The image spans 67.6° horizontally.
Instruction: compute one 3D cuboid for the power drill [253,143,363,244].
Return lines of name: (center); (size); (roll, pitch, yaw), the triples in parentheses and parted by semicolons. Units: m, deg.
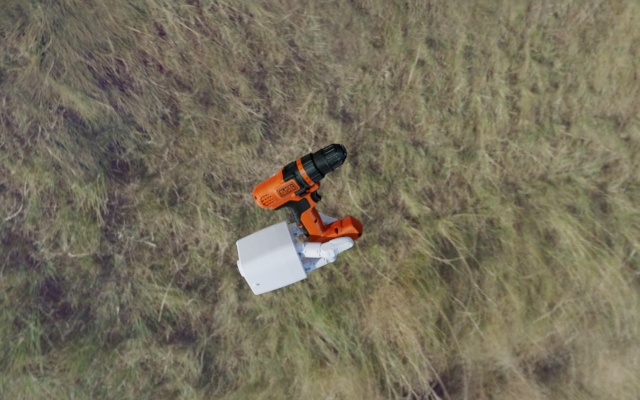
power drill: (0.000, 0.003, 0.862); (0.184, 0.188, 0.057); (-28, 28, 17)
